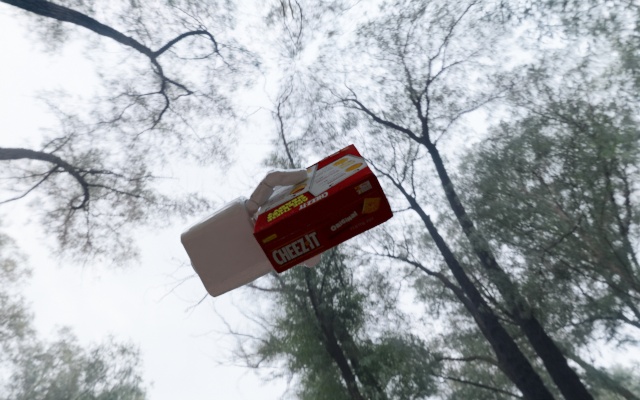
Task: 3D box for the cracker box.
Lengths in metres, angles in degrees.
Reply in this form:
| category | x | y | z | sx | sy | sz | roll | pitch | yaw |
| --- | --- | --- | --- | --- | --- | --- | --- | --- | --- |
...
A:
| category | x | y | z | sx | sy | sz | roll | pitch | yaw |
| --- | --- | --- | --- | --- | --- | --- | --- | --- | --- |
| cracker box | 0.000 | 0.002 | 0.671 | 0.164 | 0.072 | 0.213 | -27 | 16 | 5 |
